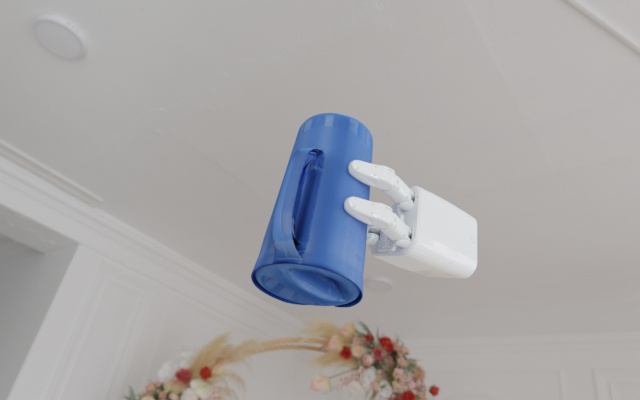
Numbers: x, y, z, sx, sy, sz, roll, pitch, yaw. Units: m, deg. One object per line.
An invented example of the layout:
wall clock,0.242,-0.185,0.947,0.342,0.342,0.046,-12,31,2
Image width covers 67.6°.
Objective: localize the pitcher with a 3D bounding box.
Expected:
pitcher,0.000,0.002,0.609,0.145,0.242,0.149,22,-33,-18
